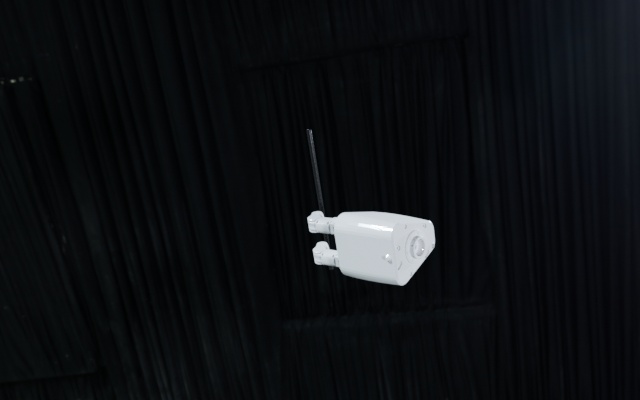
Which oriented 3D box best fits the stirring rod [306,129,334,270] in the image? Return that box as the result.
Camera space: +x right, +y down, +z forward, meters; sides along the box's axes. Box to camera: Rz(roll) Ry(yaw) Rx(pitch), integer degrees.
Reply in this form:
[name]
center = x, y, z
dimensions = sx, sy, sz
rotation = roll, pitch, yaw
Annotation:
[stirring rod]
center = 0.000, 0.003, 0.789
dimensions = 0.011, 0.239, 0.011
rotation = -9, 15, 2
